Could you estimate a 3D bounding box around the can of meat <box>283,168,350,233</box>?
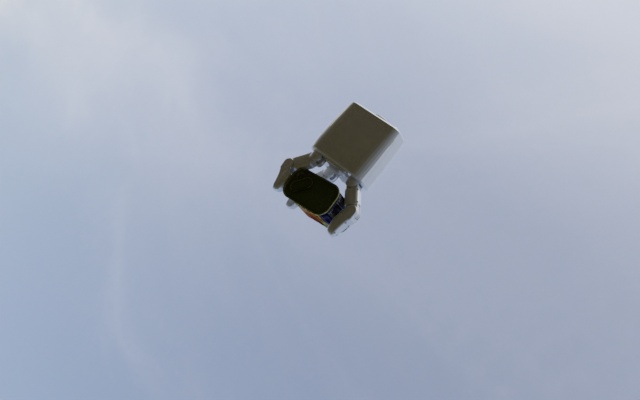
[{"bbox_3d":[0.000,0.003,0.785,0.102,0.057,0.084,30,-10,36],"label":"can of meat"}]
